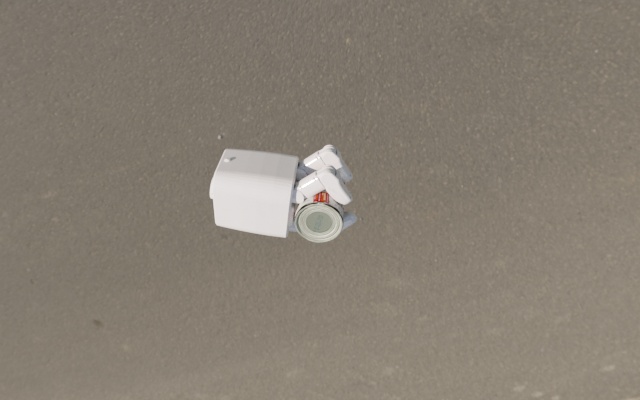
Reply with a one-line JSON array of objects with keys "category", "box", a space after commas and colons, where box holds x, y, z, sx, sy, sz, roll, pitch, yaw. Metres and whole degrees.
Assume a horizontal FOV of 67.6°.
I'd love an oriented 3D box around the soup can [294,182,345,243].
[{"category": "soup can", "box": [0.001, 0.003, 0.674, 0.068, 0.069, 0.102, 0, 35, 4]}]
